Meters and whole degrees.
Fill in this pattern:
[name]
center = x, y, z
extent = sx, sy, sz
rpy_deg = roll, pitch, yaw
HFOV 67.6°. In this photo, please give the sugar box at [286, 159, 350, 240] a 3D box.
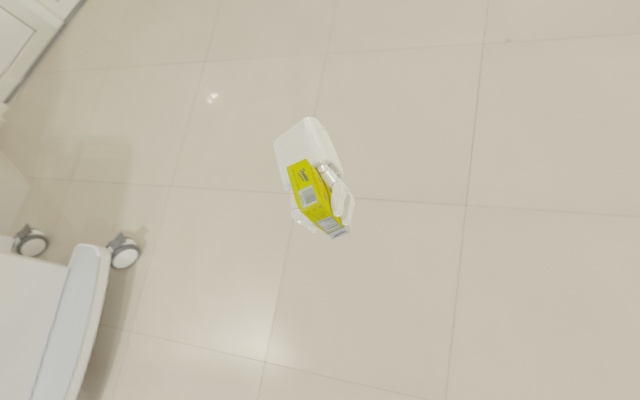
[sugar box]
center = 0.001, 0.002, 0.875
extent = 0.048, 0.093, 0.176
rpy_deg = -24, -25, 13
